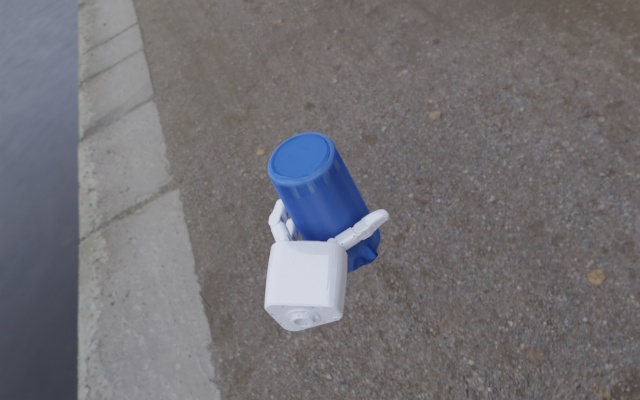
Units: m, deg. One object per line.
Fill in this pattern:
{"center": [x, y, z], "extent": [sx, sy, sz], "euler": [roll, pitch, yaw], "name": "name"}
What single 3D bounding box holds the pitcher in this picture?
{"center": [0.000, 0.003, 0.793], "extent": [0.149, 0.145, 0.243], "euler": [-10, -41, 16], "name": "pitcher"}
